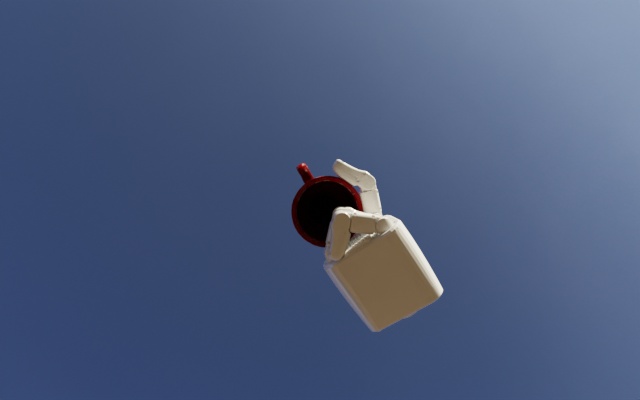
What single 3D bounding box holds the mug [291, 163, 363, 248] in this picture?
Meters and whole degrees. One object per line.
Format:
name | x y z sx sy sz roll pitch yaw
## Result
mug | -0.001 0.001 0.654 0.093 0.117 0.081 -33 5 -1
